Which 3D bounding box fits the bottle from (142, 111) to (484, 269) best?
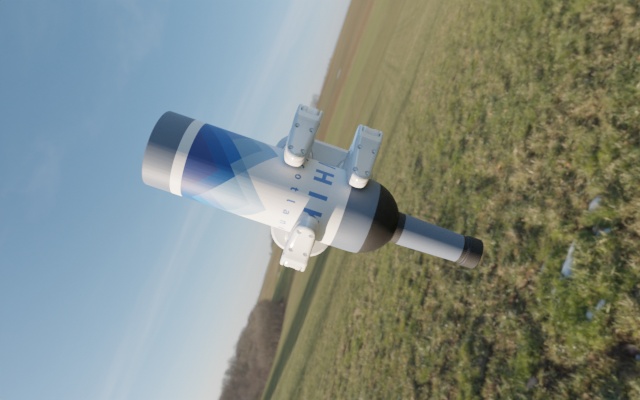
[{"bbox_3d":[0.000,0.001,0.418,0.296,0.069,0.069,19,-1,-3],"label":"bottle"}]
